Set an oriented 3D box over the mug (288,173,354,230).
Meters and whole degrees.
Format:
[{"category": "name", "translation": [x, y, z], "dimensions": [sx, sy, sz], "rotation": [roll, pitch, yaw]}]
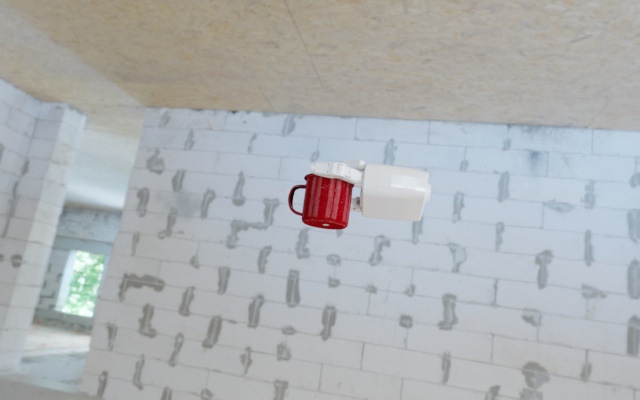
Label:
[{"category": "mug", "translation": [-0.001, 0.003, 0.832], "dimensions": [0.117, 0.081, 0.093], "rotation": [6, -13, 8]}]
